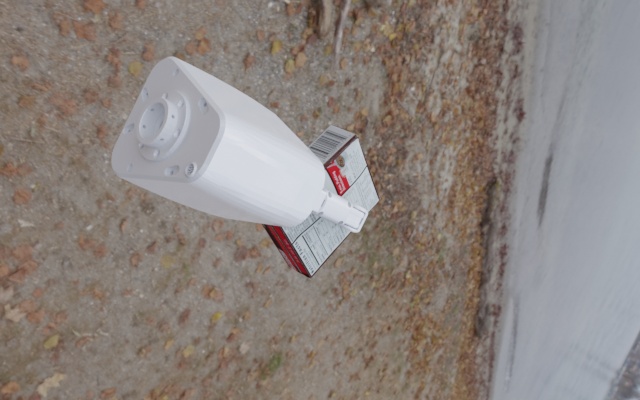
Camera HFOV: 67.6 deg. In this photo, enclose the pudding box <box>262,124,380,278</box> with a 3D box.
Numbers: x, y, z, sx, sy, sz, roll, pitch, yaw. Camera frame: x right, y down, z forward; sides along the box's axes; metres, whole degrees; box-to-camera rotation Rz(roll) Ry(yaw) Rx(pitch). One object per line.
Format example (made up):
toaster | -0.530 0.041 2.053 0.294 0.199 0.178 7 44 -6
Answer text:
pudding box | 0.000 0.001 0.439 0.039 0.090 0.113 27 63 40
